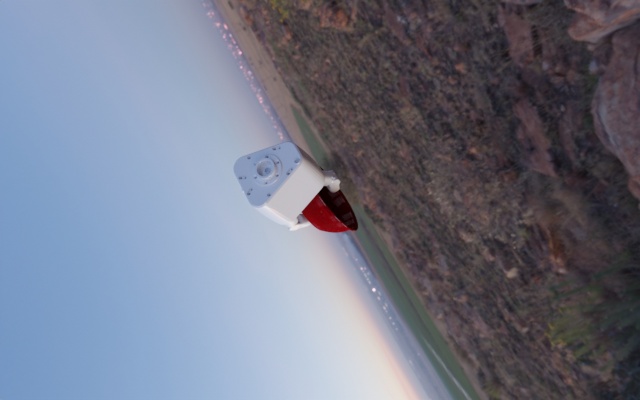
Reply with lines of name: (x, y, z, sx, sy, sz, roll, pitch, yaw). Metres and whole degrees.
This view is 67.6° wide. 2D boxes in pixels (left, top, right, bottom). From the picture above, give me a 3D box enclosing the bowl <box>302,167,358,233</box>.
bowl: (0.000, 0.004, 0.878, 0.055, 0.162, 0.162, -37, -11, 15)
